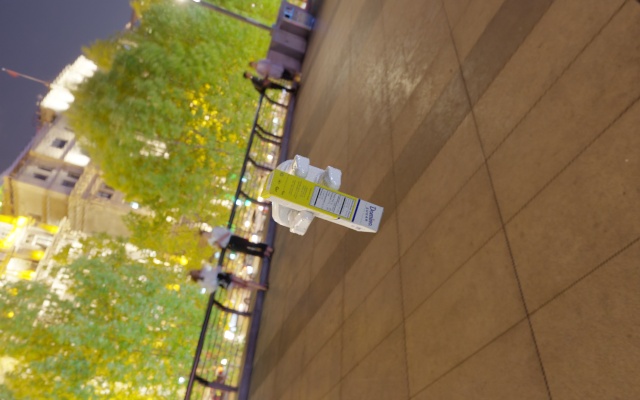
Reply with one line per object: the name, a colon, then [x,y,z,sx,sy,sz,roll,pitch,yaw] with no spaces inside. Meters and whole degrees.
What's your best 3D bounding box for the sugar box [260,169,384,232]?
sugar box: [0.000,0.002,0.742,0.176,0.048,0.093,17,-6,-13]
